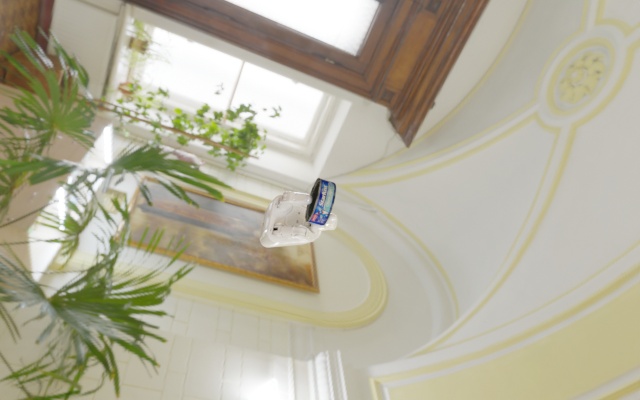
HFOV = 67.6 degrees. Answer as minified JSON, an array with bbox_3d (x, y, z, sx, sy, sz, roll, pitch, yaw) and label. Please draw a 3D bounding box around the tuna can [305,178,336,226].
[{"bbox_3d":[0.001,0.003,0.887,0.034,0.086,0.086,16,-3,-11],"label":"tuna can"}]
